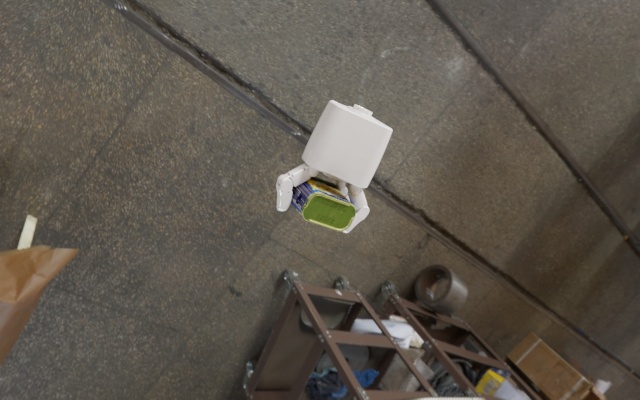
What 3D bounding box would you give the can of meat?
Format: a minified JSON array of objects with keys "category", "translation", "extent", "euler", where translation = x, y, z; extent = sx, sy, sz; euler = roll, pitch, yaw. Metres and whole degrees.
[{"category":"can of meat","translation":[0.000,0.003,0.796],"extent":[0.102,0.057,0.084],"euler":[19,16,-31]}]
